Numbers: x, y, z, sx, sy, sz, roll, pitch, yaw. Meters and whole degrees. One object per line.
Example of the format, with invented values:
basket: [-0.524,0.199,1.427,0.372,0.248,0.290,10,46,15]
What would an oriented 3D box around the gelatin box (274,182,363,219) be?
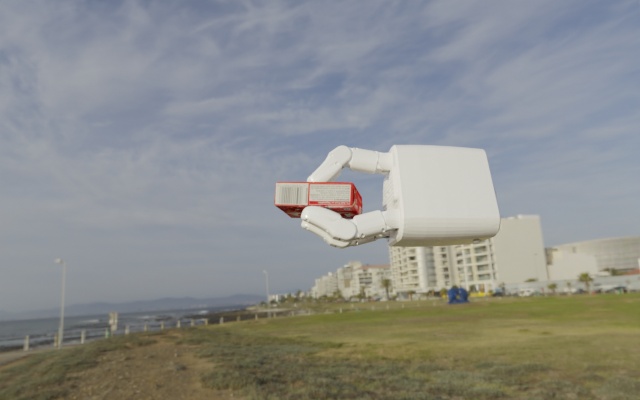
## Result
gelatin box: [0.000,0.001,0.541,0.089,0.030,0.073,1,-12,11]
